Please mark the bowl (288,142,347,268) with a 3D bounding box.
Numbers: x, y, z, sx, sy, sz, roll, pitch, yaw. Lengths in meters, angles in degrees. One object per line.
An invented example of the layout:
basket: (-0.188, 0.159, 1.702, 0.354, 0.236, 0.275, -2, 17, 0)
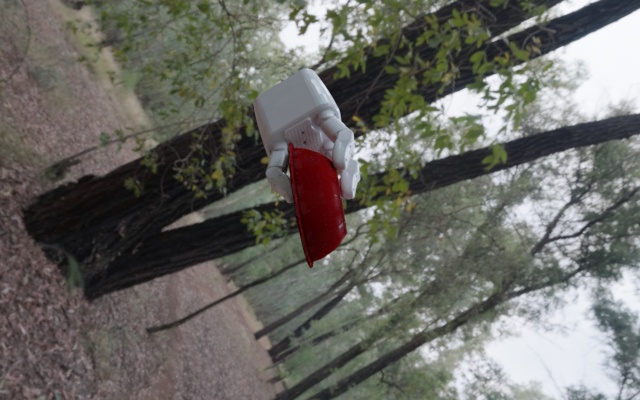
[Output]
bowl: (0.001, 0.003, 0.607, 0.055, 0.162, 0.162, -9, 0, 2)
